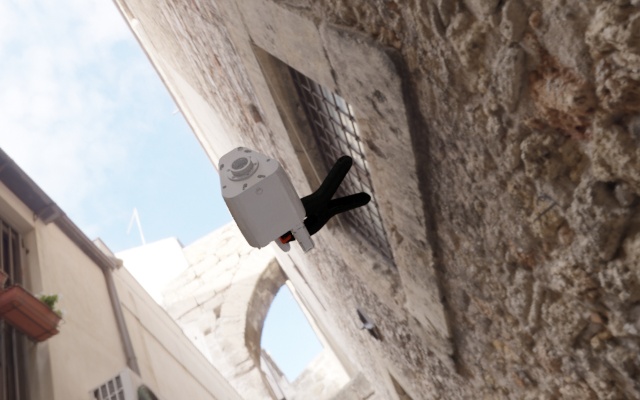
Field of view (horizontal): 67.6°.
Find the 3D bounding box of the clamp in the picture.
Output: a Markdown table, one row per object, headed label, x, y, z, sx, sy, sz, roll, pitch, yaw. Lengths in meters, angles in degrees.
| label | x | y | z | sx | sy | sz | roll | pitch | yaw |
| --- | --- | --- | --- | --- | --- | --- | --- | --- | --- |
| clamp | 0.000 | 0.002 | 0.762 | 0.171 | 0.120 | 0.039 | -33 | 44 | -11 |
